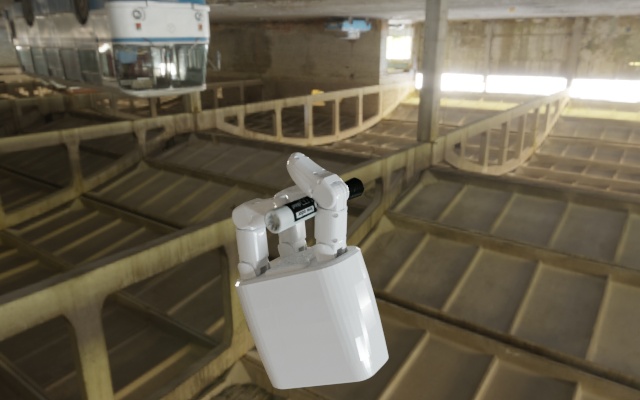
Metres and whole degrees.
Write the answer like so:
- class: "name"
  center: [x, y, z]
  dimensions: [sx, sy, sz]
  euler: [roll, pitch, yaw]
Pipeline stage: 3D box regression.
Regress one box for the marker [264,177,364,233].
- class: "marker"
  center: [0.000, 0.001, 0.410]
  dimensions: [0.020, 0.020, 0.121]
  euler: [0, 15, 39]
